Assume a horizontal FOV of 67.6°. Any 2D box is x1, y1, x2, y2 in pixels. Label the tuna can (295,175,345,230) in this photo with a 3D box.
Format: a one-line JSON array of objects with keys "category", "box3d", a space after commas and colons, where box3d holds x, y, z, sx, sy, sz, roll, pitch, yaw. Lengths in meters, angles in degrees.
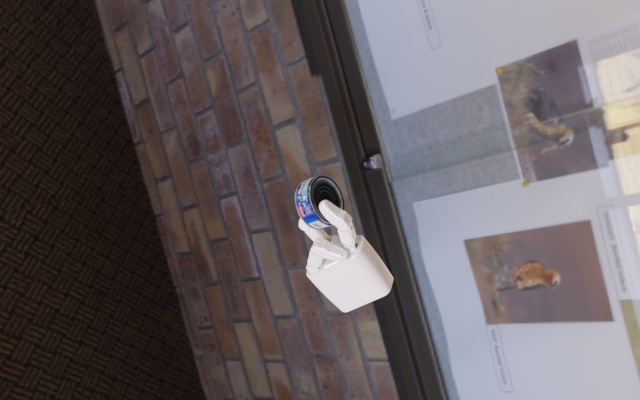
[{"category": "tuna can", "box3d": [0.000, 0.002, 0.782, 0.034, 0.086, 0.086, -21, -14, 41]}]
